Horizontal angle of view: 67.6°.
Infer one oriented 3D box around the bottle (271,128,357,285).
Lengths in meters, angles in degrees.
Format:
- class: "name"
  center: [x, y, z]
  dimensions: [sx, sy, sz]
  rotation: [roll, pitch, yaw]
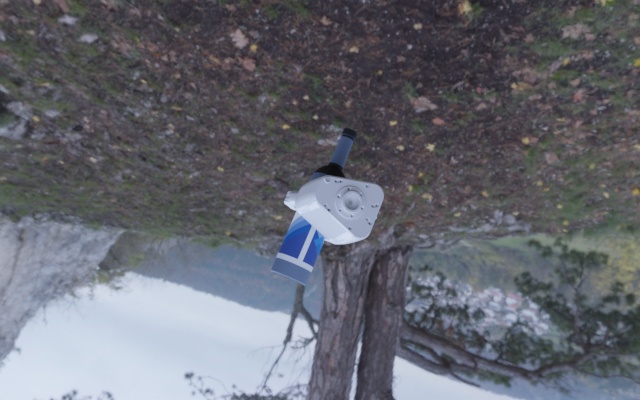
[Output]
- class: "bottle"
  center: [0.000, 0.003, 0.860]
  dimensions: [0.069, 0.295, 0.069]
  rotation: [22, -13, 5]
